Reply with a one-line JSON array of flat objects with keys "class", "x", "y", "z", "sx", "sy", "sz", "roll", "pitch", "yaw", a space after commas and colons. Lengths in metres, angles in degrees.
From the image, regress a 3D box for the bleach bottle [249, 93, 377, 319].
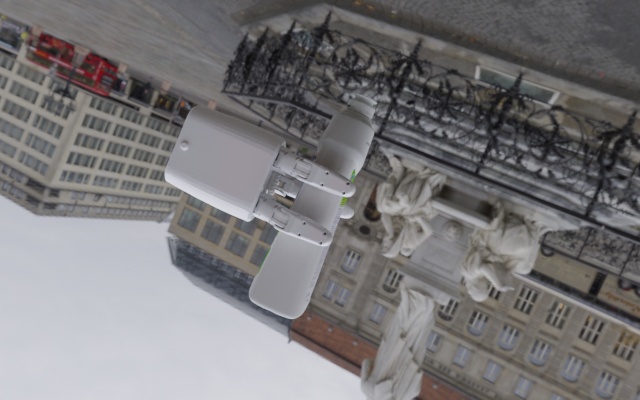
[{"class": "bleach bottle", "x": 0.000, "y": 0.002, "z": 0.541, "sx": 0.068, "sy": 0.251, "sz": 0.102, "roll": 24, "pitch": 3, "yaw": 3}]
